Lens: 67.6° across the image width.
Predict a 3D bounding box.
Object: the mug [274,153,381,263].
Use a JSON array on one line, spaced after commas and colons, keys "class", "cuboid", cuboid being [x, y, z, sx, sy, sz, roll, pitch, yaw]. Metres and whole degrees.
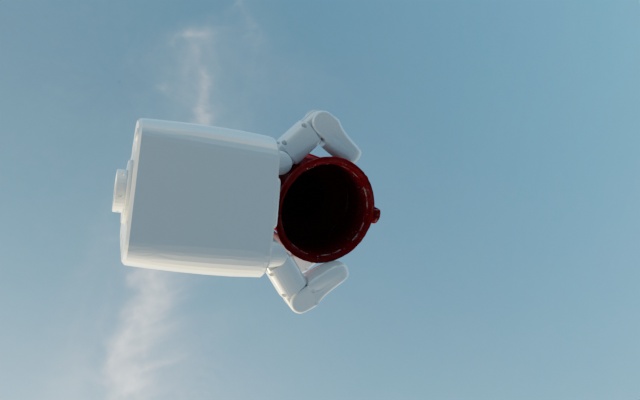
[{"class": "mug", "cuboid": [0.001, 0.001, 0.443, 0.117, 0.093, 0.081, 8, 10, -26]}]
